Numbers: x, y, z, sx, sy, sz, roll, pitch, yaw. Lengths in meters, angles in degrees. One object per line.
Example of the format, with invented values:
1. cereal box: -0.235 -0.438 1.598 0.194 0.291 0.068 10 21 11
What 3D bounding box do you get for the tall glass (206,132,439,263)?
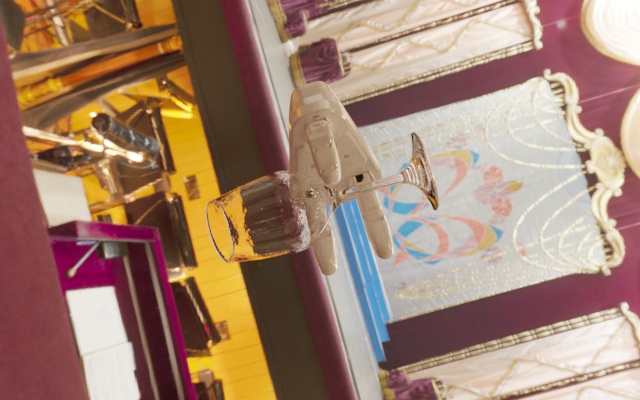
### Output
1. tall glass: 0.001 0.001 0.442 0.201 0.079 0.079 -17 -1 4
